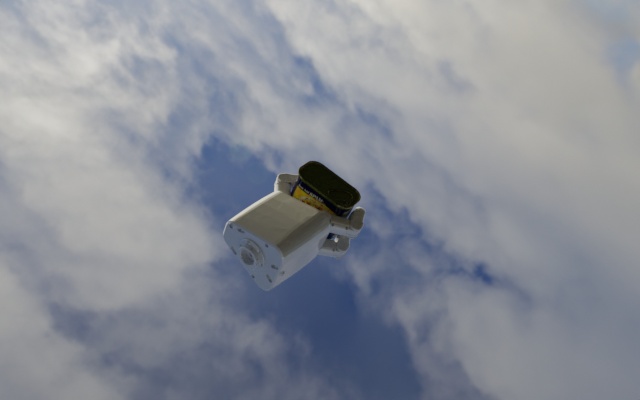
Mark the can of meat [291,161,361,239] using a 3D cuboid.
[{"bbox_3d":[0.000,0.003,0.751,0.102,0.084,0.057,37,41,12],"label":"can of meat"}]
